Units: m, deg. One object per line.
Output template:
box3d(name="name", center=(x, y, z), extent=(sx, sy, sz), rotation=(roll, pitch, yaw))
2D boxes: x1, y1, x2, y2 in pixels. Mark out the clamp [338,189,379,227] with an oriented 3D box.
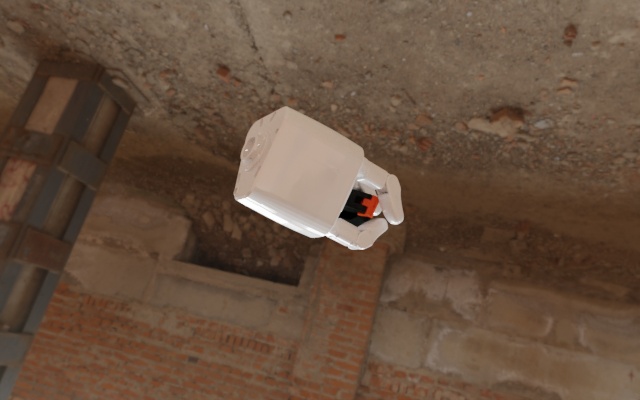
box3d(name="clamp", center=(0.000, 0.003, 0.628), extent=(0.120, 0.039, 0.171), rotation=(28, -21, -29))
